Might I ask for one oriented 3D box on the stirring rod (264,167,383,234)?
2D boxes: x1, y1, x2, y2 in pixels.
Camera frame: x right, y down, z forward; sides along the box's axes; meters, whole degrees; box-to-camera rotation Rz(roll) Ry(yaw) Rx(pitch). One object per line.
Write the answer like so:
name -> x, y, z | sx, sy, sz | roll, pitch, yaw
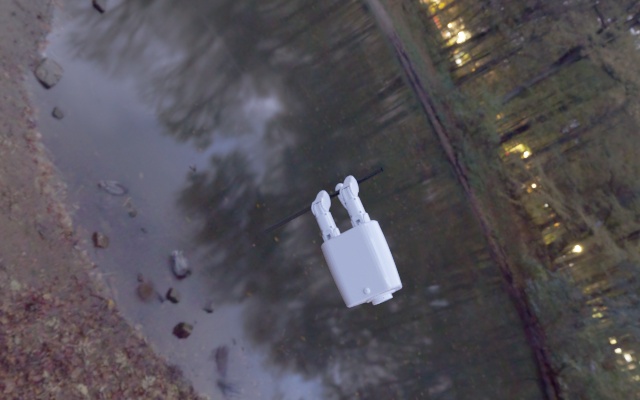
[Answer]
stirring rod -> 0.000, 0.003, 0.812 | 0.239, 0.011, 0.011 | -28, -11, 21
